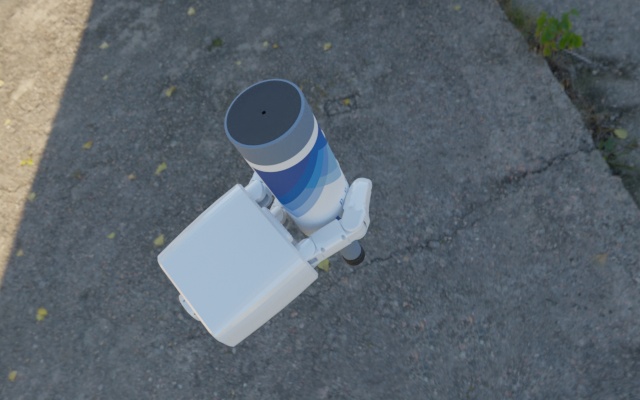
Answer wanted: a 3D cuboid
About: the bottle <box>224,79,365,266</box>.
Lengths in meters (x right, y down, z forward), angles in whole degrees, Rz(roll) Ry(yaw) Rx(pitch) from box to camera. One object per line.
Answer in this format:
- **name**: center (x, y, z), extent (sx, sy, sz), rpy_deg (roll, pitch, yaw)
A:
- **bottle**: center (0.000, 0.001, 0.486), extent (0.069, 0.069, 0.296), rpy_deg (0, -28, 20)
